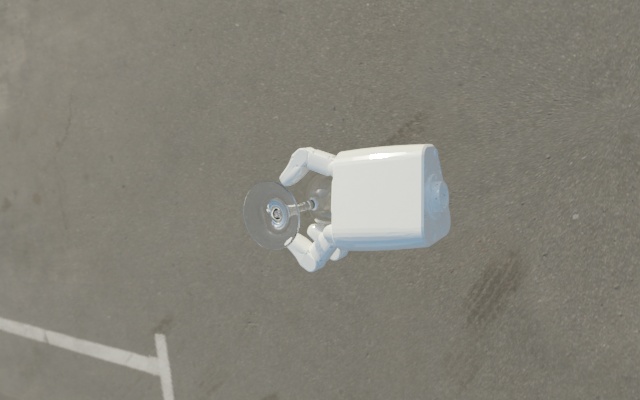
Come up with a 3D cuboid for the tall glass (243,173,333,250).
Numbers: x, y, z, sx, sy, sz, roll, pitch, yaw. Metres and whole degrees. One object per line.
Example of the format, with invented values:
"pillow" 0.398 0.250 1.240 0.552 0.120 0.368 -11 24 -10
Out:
"tall glass" 0.000 0.002 0.586 0.079 0.079 0.201 0 8 32
